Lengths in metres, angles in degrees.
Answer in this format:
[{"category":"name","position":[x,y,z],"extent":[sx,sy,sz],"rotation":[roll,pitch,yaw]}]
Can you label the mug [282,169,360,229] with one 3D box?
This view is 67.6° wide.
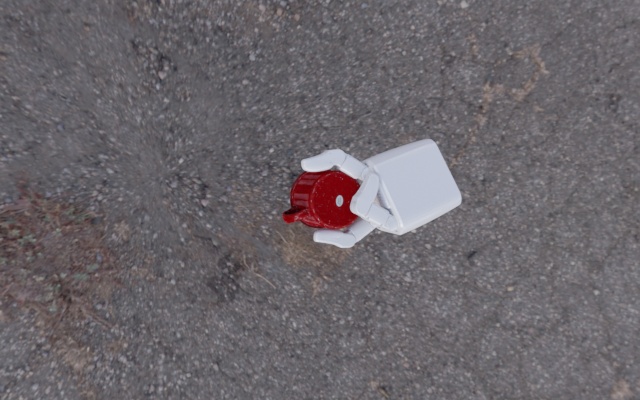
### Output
[{"category":"mug","position":[-0.001,0.003,0.684],"extent":[0.117,0.093,0.081],"rotation":[-23,9,-17]}]
